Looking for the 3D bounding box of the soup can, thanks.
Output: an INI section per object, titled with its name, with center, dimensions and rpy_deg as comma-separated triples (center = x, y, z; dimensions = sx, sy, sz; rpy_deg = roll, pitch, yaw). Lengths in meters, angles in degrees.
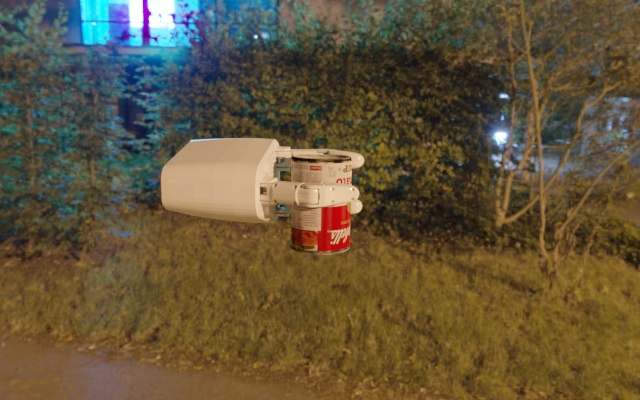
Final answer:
[soup can]
center = 0.001, 0.001, 0.528
dimensions = 0.068, 0.102, 0.068
rpy_deg = 1, 10, 0
